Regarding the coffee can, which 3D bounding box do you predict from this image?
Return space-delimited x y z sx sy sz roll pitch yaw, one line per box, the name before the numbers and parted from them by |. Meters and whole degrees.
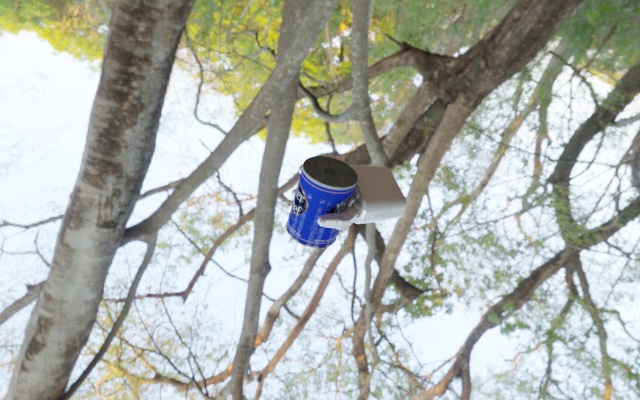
coffee can | 0.000 0.003 0.889 0.103 0.140 0.102 13 33 -8
